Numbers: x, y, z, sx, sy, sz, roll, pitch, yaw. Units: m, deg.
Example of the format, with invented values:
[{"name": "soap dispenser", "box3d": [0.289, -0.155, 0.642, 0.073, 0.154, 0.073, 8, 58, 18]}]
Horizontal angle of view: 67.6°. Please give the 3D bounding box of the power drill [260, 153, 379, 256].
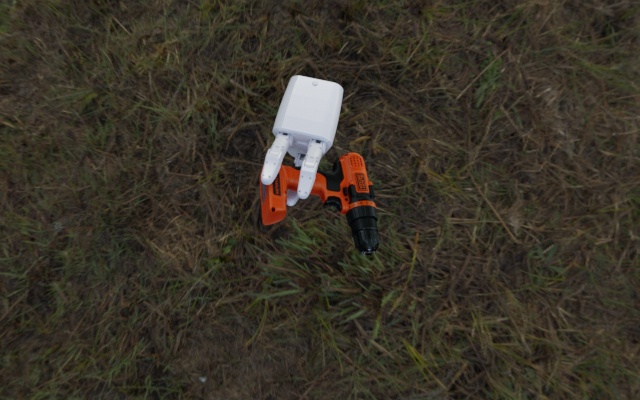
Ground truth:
[{"name": "power drill", "box3d": [0.000, 0.002, 0.771, 0.187, 0.184, 0.057, 3, -31, -20]}]
